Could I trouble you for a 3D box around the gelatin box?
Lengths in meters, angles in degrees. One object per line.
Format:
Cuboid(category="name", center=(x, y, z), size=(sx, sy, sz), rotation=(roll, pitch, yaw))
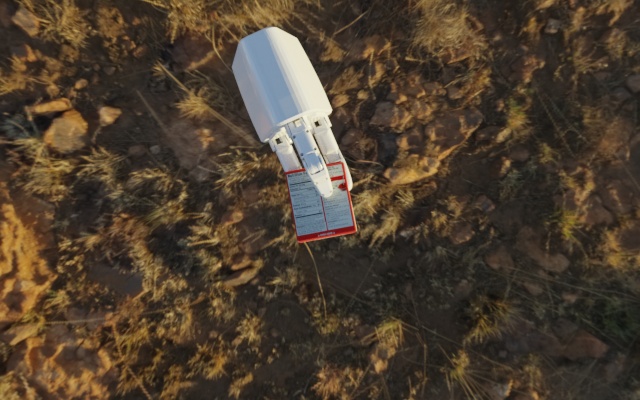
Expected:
Cuboid(category="gelatin box", center=(0.000, 0.002, 0.584), size=(0.073, 0.089, 0.030), rotation=(-11, -4, 0))
